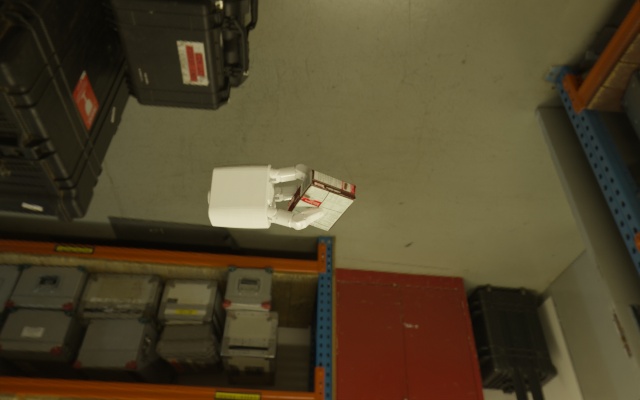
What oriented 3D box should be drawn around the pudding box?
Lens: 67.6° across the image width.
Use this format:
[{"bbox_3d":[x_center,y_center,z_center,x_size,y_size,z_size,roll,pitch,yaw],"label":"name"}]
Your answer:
[{"bbox_3d":[0.000,0.003,0.871,0.090,0.039,0.113,19,-40,-18],"label":"pudding box"}]
